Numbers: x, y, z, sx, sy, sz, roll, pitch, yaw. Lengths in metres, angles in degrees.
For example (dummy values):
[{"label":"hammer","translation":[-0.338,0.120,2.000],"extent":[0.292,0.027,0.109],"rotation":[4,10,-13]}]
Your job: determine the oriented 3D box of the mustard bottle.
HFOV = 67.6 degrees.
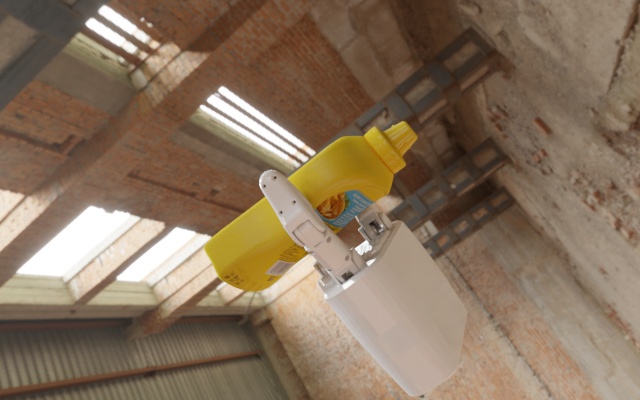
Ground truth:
[{"label":"mustard bottle","translation":[0.000,0.001,0.403],"extent":[0.191,0.058,0.096],"rotation":[-38,-23,11]}]
